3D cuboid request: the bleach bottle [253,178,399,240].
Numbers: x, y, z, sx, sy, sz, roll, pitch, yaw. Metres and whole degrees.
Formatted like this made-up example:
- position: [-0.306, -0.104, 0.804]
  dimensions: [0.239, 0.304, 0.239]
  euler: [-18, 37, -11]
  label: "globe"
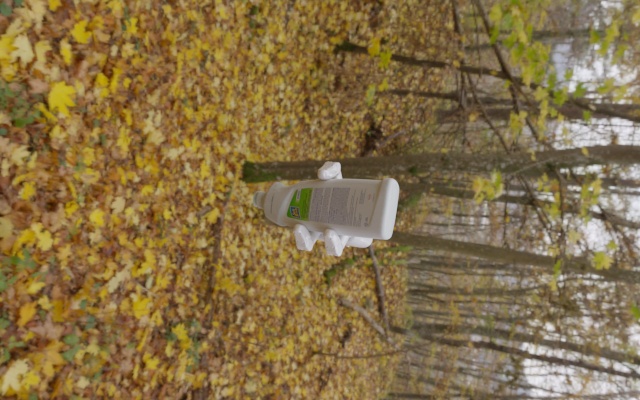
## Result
- position: [0.000, 0.003, 0.813]
  dimensions: [0.251, 0.102, 0.068]
  euler: [7, -8, 24]
  label: "bleach bottle"
